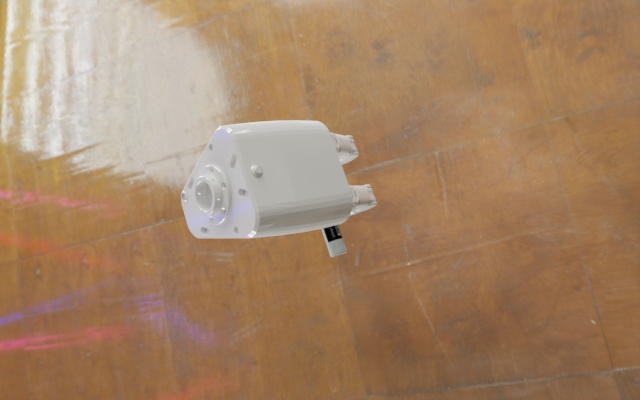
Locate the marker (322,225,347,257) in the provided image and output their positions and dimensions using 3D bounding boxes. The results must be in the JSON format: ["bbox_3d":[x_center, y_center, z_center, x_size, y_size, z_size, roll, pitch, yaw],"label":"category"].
[{"bbox_3d":[0.000,0.002,0.519,0.020,0.121,0.020,-19,-10,-3],"label":"marker"}]
